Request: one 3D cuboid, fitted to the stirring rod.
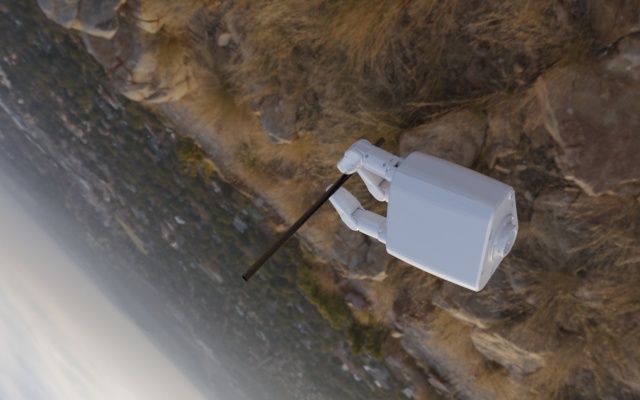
[{"bbox_3d":[0.000,0.002,0.530,0.239,0.011,0.011,-45,24,-27],"label":"stirring rod"}]
